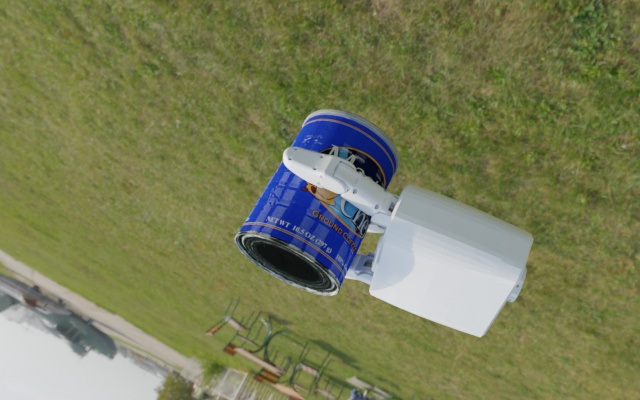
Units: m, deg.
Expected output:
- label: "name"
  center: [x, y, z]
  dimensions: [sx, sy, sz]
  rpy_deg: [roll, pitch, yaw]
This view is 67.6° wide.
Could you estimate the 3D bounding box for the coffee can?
- label: "coffee can"
  center: [0.000, 0.001, 0.443]
  dimensions: [0.103, 0.140, 0.103]
  rpy_deg: [23, -25, 11]
